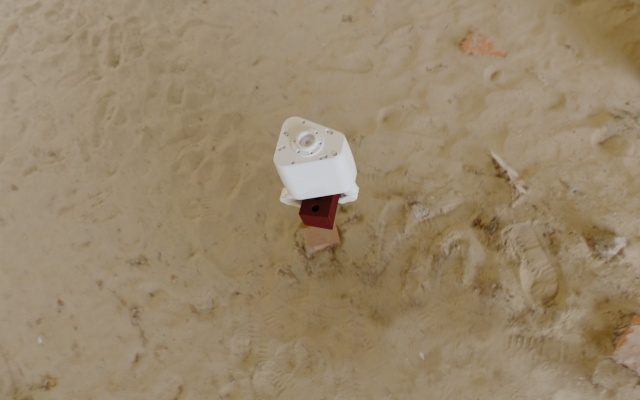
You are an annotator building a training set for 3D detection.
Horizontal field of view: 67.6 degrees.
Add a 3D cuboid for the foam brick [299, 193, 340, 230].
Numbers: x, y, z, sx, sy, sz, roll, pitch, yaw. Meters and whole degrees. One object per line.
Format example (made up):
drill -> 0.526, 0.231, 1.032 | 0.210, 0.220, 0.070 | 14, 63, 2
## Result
foam brick -> 0.000, 0.003, 0.822 | 0.053, 0.078, 0.051 | 7, -23, 14
